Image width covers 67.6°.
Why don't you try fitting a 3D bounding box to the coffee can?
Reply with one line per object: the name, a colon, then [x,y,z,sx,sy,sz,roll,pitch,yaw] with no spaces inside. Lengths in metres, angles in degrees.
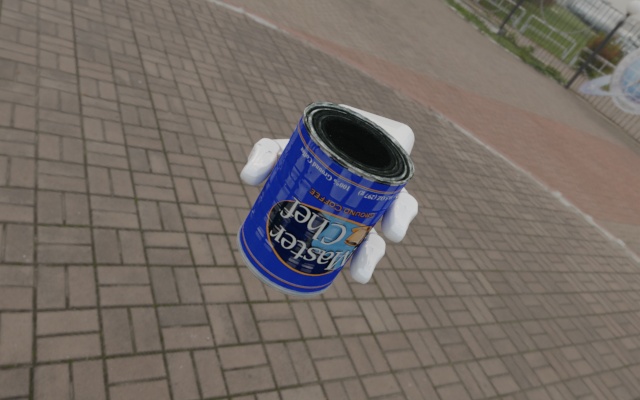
coffee can: [0.000,0.002,0.419,0.103,0.140,0.102,23,33,-16]
